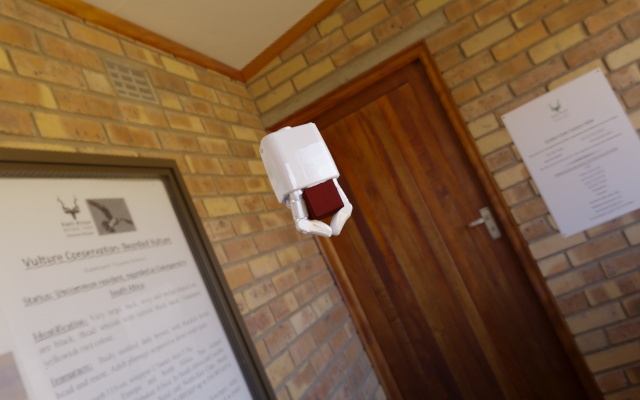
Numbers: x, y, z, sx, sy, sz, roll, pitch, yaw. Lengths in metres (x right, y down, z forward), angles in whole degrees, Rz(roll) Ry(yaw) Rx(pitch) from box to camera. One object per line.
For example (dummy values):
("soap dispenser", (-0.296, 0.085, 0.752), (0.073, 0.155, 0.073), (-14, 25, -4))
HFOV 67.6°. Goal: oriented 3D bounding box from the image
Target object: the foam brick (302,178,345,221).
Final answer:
("foam brick", (0.000, 0.003, 0.796), (0.053, 0.051, 0.078), (-21, -7, -13))
